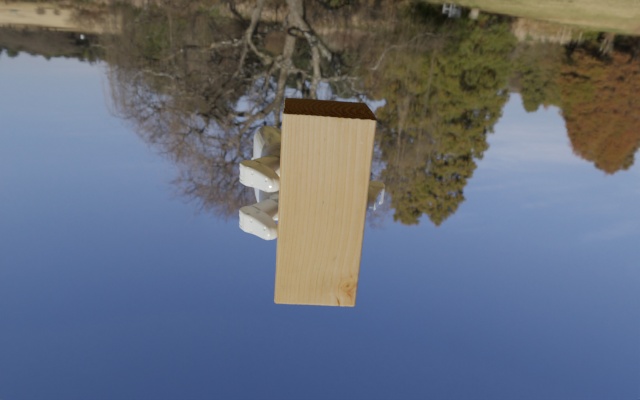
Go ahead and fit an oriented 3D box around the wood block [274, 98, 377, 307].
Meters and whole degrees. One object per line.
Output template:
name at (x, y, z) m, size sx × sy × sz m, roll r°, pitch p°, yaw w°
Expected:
wood block at (0.000, 0.002, 0.518) m, size 0.091 × 0.206 × 0.090 m, roll 3°, pitch 22°, yaw -4°
